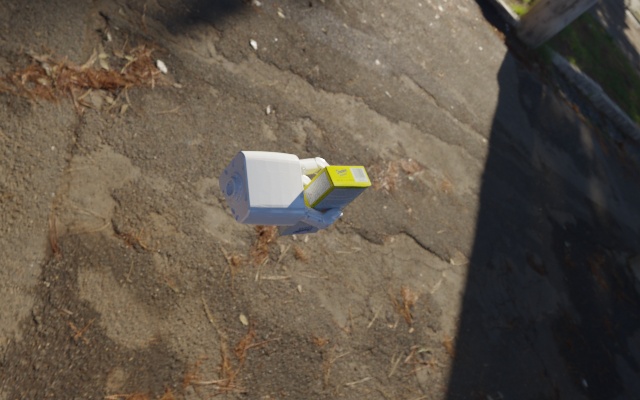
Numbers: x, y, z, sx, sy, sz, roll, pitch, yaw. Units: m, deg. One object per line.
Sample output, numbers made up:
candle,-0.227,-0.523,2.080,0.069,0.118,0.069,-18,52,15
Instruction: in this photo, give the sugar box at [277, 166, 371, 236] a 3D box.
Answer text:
sugar box,0.000,0.002,0.855,0.093,0.048,0.176,-2,-27,-42
